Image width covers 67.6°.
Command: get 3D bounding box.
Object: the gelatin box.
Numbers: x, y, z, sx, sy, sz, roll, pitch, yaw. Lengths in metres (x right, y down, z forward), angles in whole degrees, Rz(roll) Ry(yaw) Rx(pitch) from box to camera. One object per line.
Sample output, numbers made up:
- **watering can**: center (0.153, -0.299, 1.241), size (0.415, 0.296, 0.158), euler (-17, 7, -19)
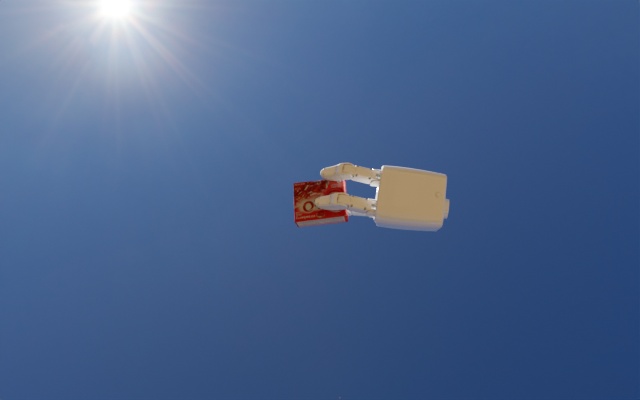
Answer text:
- **gelatin box**: center (0.000, 0.003, 0.807), size (0.089, 0.073, 0.030), euler (-7, -25, 8)
